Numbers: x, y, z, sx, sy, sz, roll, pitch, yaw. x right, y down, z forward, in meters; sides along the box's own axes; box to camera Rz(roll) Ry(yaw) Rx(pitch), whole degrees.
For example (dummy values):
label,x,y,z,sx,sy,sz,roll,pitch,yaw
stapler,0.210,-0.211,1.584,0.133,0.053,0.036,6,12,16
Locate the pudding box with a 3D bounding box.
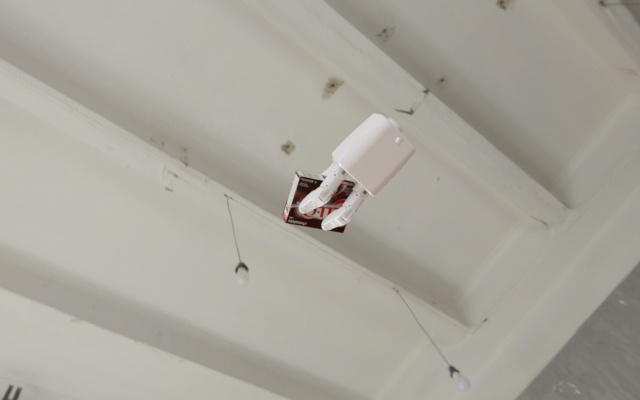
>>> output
label,x,y,z,sx,sy,sz,roll,pitch,yaw
pudding box,0.000,0.003,0.825,0.113,0.090,0.039,12,20,-18
